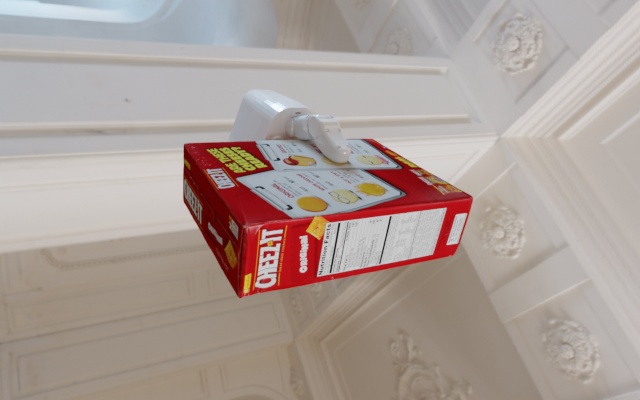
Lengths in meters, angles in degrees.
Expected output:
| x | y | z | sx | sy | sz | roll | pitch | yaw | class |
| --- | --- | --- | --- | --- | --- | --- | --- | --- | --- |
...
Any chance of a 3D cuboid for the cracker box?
| x | y | z | sx | sy | sz | roll | pitch | yaw | class |
| --- | --- | --- | --- | --- | --- | --- | --- | --- | --- |
| 0.000 | 0.001 | 0.439 | 0.213 | 0.072 | 0.164 | -6 | 28 | -28 | cracker box |
